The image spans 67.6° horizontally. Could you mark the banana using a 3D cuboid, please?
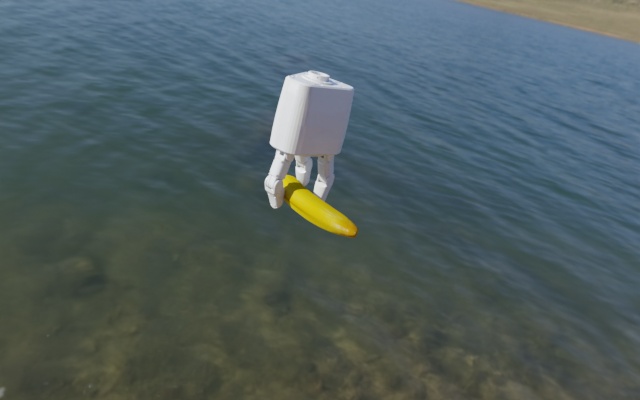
[{"bbox_3d":[-0.017,0.001,0.749,0.069,0.037,0.197,1,26,-34],"label":"banana"}]
